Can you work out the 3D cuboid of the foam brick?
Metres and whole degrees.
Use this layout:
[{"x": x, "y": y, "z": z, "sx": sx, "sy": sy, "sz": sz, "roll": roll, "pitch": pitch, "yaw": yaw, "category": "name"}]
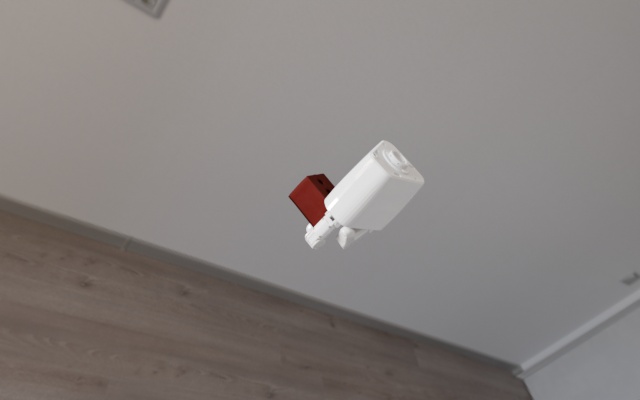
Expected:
[{"x": 0.000, "y": 0.002, "z": 0.754, "sx": 0.051, "sy": 0.078, "sz": 0.053, "roll": -49, "pitch": -19, "yaw": 29, "category": "foam brick"}]
